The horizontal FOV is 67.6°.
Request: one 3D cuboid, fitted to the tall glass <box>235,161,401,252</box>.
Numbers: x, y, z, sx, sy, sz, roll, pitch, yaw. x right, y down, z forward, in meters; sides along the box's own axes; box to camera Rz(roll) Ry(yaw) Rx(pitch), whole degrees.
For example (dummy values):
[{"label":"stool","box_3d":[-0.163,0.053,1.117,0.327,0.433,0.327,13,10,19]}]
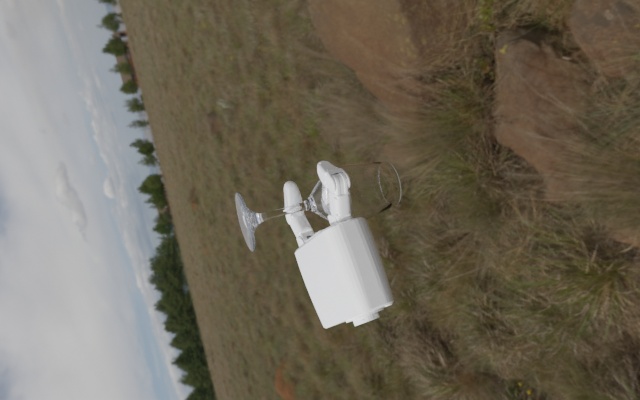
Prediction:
[{"label":"tall glass","box_3d":[-0.001,0.002,0.603,0.201,0.079,0.079,-15,5,-18]}]
